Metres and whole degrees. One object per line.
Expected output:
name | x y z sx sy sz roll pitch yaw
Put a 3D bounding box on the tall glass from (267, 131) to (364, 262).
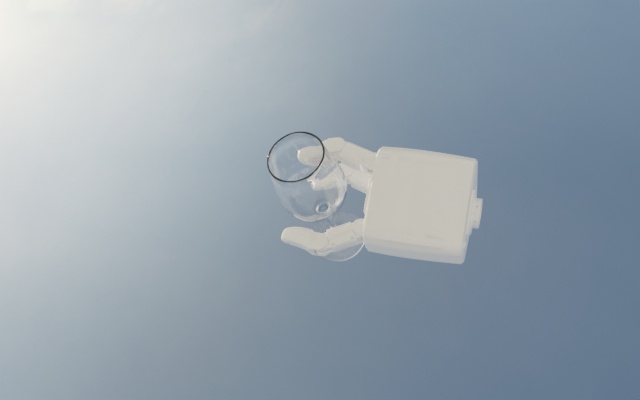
tall glass | 0.000 0.002 0.565 0.079 0.079 0.201 0 -28 17
